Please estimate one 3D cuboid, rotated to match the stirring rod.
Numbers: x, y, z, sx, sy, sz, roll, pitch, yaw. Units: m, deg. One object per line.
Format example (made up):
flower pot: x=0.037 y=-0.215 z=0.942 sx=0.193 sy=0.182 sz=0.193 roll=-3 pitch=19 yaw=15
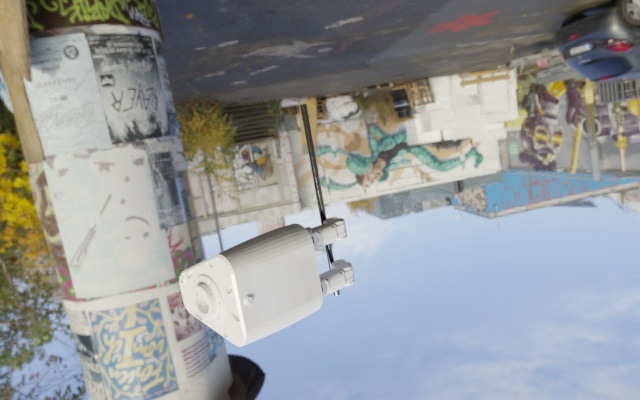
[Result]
stirring rod: x=0.000 y=0.002 z=0.590 sx=0.011 sy=0.239 sz=0.011 roll=-10 pitch=7 yaw=1
